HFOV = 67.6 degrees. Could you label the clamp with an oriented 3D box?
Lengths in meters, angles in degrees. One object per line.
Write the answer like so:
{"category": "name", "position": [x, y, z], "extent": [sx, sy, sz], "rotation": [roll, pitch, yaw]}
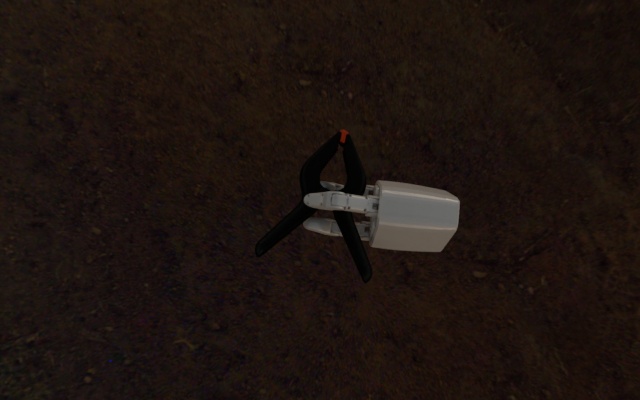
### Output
{"category": "clamp", "position": [0.000, 0.002, 0.670], "extent": [0.164, 0.210, 0.036], "rotation": [7, -9, -1]}
